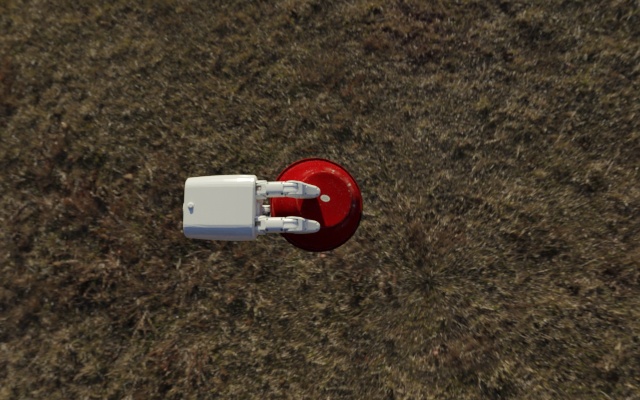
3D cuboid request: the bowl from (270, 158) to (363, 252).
[{"bbox_3d":[0.001,0.002,0.781,0.162,0.162,0.055,0,-9,-13],"label":"bowl"}]
